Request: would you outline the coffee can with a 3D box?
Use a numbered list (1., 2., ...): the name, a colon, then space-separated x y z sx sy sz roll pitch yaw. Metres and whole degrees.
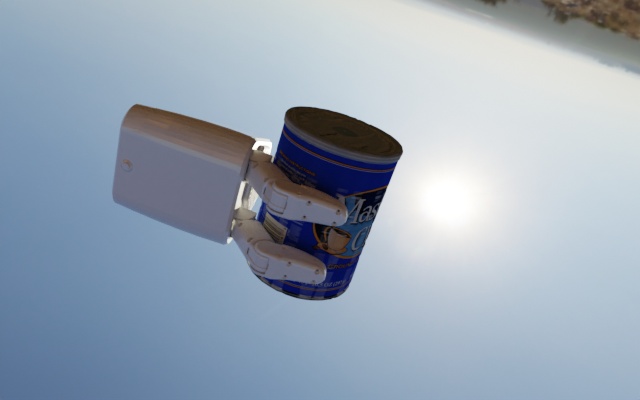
1. coffee can: 0.000 0.001 0.423 0.103 0.140 0.102 16 24 -7
